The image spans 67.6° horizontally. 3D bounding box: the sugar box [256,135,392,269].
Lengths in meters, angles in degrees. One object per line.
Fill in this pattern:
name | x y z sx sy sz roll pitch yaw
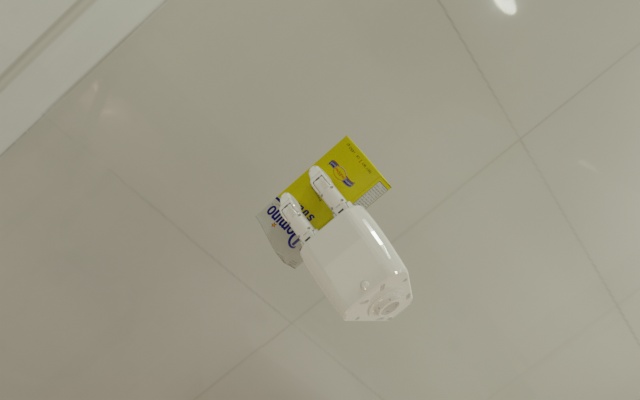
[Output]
sugar box | 0.000 0.002 0.661 0.176 0.093 0.048 -40 -36 6
